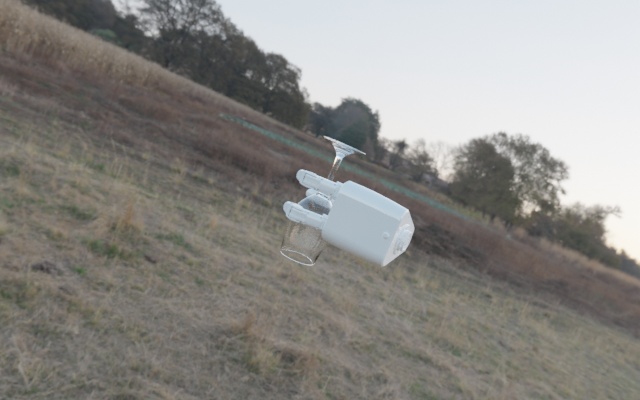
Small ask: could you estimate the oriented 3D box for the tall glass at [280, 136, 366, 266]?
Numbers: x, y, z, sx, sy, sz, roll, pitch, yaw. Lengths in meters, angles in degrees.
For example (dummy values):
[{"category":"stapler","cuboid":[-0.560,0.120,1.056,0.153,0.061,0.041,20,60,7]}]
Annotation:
[{"category":"tall glass","cuboid":[0.000,0.002,0.776,0.079,0.201,0.079,23,5,-2]}]
